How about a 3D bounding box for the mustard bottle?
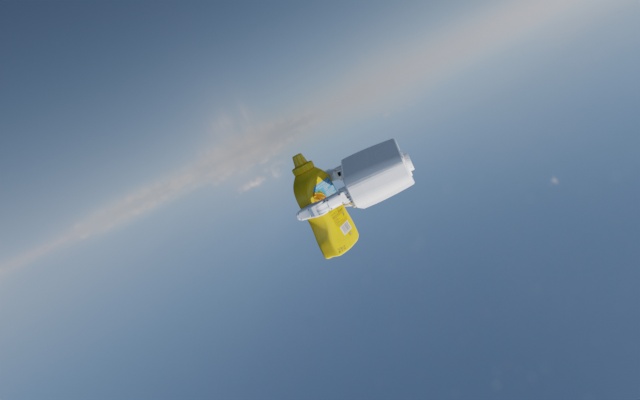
[{"bbox_3d":[0.000,0.003,0.869,0.058,0.191,0.096,-20,12,35],"label":"mustard bottle"}]
